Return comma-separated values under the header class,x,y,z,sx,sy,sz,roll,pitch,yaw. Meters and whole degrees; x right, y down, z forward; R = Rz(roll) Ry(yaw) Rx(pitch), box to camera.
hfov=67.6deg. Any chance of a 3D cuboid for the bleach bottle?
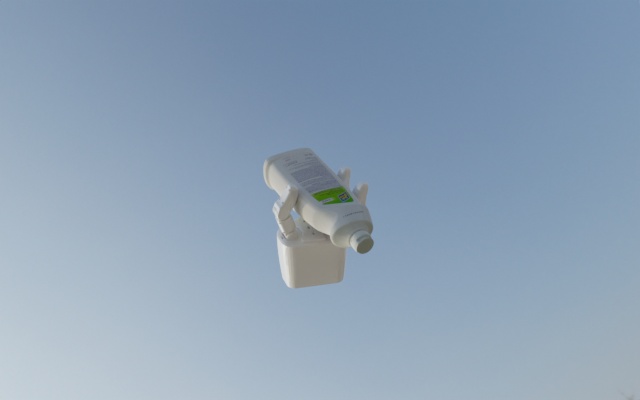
class,x,y,z,sx,sy,sz,roll,pitch,yaw
bleach bottle,0.000,0.002,0.766,0.102,0.068,0.250,-19,40,-19
